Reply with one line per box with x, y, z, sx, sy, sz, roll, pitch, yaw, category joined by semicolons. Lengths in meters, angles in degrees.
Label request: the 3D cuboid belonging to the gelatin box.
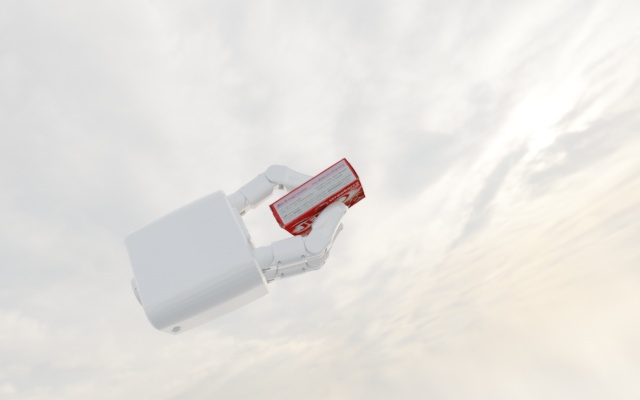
0.000;0.001;0.482;0.089;0.030;0.073;-33;-17;1;gelatin box
